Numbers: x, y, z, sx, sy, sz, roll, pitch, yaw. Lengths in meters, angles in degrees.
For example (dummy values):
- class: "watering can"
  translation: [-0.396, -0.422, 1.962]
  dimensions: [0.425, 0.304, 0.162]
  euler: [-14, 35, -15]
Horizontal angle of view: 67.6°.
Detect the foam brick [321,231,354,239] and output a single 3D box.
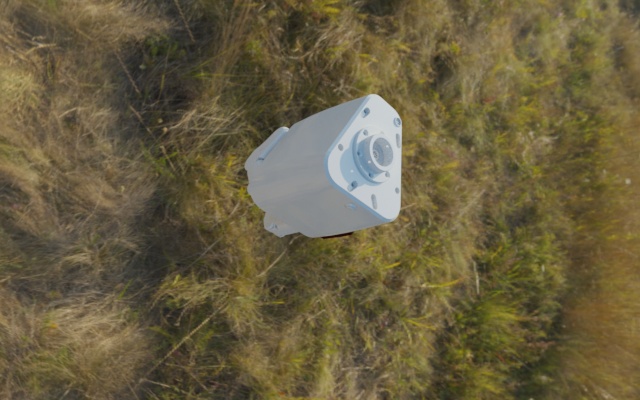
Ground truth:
- class: "foam brick"
  translation: [0.000, 0.002, 0.529]
  dimensions: [0.078, 0.053, 0.051]
  euler: [33, -29, -31]
